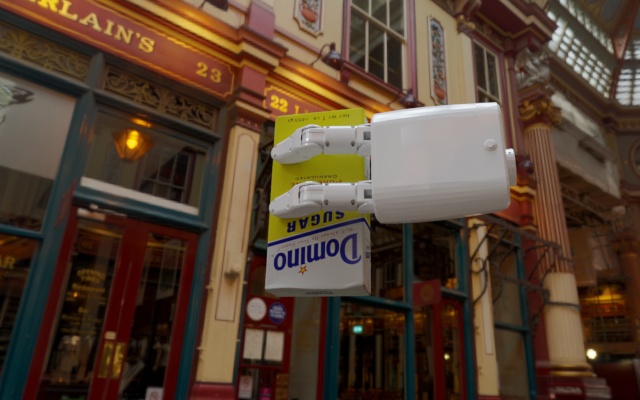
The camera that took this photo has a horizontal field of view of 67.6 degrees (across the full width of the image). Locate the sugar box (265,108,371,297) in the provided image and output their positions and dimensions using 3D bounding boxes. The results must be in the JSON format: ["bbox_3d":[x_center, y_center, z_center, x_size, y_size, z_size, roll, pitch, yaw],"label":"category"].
[{"bbox_3d":[0.000,0.001,0.458,0.093,0.176,0.048,-4,-22,14],"label":"sugar box"}]
